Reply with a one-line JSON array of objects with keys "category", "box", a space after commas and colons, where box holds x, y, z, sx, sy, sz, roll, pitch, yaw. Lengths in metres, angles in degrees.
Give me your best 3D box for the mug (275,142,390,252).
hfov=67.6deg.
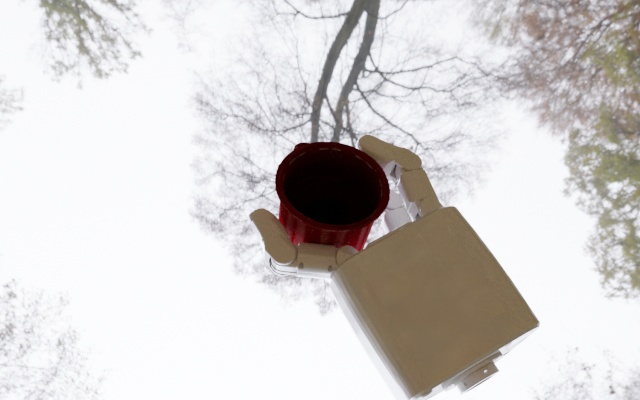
[{"category": "mug", "box": [-0.001, 0.000, 0.419, 0.093, 0.117, 0.082, -17, -33, -21]}]
